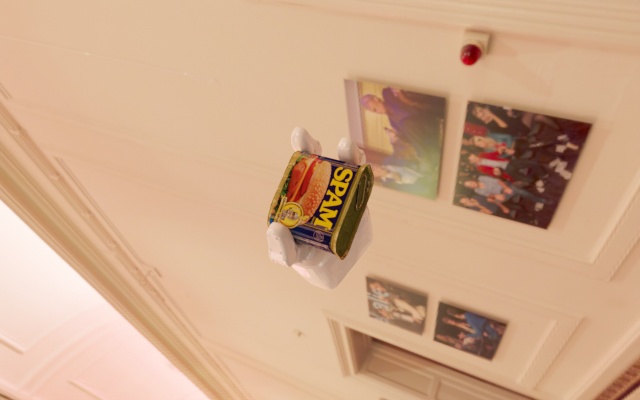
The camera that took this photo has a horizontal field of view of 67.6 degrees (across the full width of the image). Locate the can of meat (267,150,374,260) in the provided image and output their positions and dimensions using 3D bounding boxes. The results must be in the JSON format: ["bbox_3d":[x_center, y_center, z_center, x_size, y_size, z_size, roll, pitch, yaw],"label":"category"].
[{"bbox_3d":[0.000,0.002,0.513,0.084,0.102,0.057,16,-17,21],"label":"can of meat"}]
